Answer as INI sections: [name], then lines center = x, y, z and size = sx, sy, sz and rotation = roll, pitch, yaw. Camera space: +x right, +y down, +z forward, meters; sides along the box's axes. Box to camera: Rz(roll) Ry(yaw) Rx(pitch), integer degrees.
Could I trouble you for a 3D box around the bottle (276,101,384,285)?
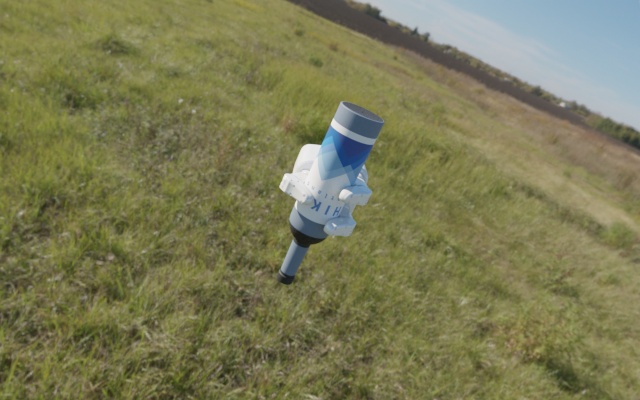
[bottle]
center = 0.000, 0.002, 0.709
size = 0.069, 0.296, 0.069
rotation = 22, 22, -9
